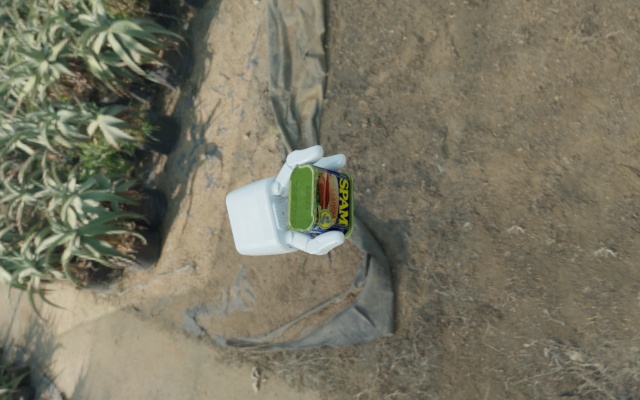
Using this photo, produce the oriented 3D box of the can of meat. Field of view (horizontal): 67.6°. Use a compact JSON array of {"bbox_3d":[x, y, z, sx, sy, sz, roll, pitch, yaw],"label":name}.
[{"bbox_3d":[0.000,0.002,0.691,0.057,0.102,0.084,-9,-15,42],"label":"can of meat"}]
